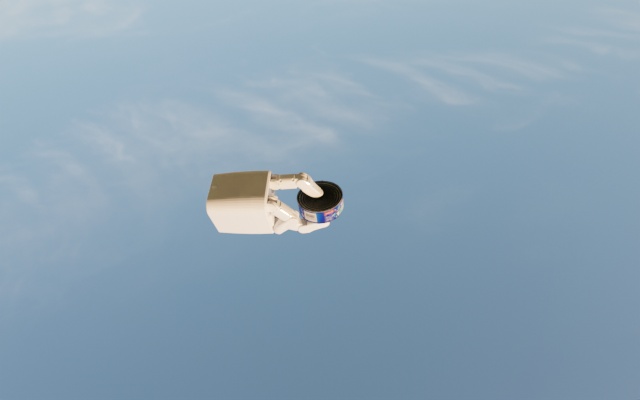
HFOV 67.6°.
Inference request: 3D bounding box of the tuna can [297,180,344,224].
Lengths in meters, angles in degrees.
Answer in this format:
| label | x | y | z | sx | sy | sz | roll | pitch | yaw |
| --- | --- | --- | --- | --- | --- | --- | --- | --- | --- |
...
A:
| label | x | y | z | sx | sy | sz | roll | pitch | yaw |
| --- | --- | --- | --- | --- | --- | --- | --- | --- | --- |
| tuna can | 0.000 | 0.003 | 0.889 | 0.086 | 0.034 | 0.086 | -4 | 43 | 4 |
